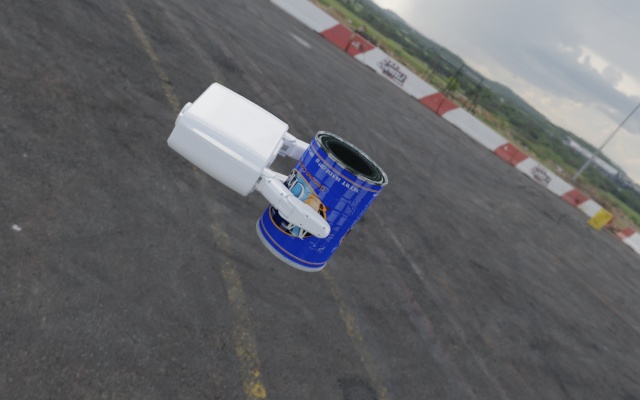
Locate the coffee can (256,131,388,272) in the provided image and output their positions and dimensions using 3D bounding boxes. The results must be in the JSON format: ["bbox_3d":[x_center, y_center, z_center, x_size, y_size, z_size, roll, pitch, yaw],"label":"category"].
[{"bbox_3d":[0.000,0.002,0.584,0.103,0.140,0.102,30,22,-13],"label":"coffee can"}]
